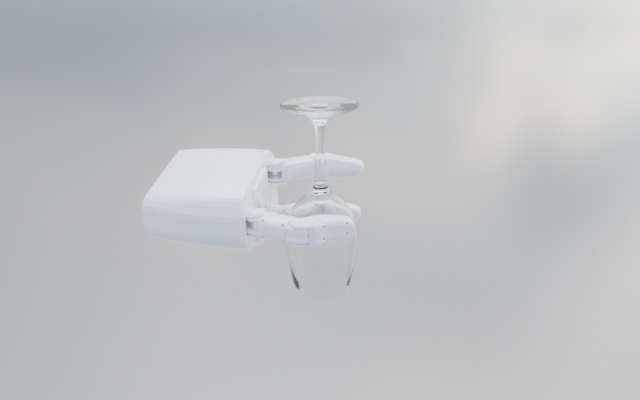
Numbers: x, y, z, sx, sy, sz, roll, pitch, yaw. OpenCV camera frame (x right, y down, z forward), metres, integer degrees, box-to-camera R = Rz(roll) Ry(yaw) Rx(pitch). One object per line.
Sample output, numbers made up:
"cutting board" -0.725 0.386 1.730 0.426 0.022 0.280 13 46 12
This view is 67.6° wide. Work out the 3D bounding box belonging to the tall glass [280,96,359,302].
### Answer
"tall glass" 0.000 0.001 0.483 0.079 0.201 0.079 -1 23 0
